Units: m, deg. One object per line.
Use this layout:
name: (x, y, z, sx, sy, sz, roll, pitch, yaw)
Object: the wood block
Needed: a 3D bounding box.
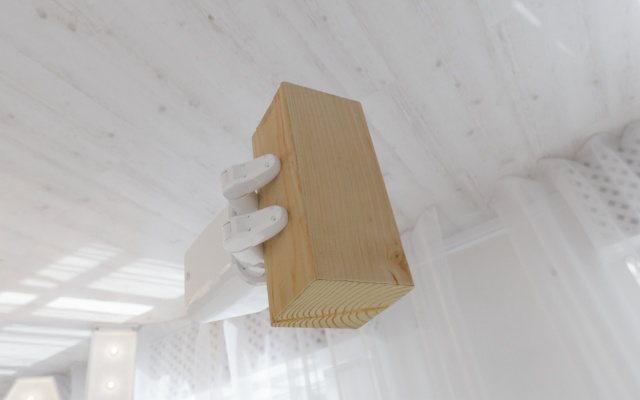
wood block: (0.000, 0.002, 0.437, 0.091, 0.206, 0.090, 9, -39, -27)
